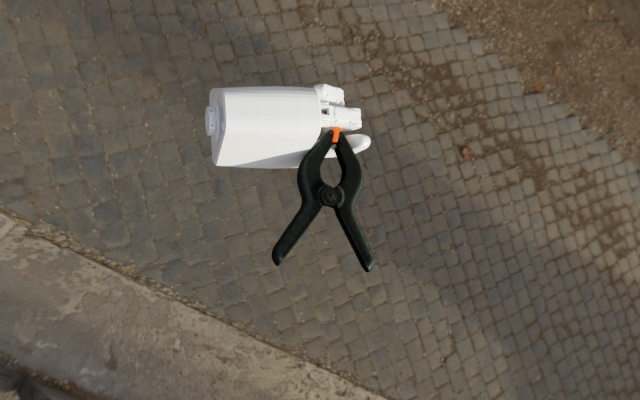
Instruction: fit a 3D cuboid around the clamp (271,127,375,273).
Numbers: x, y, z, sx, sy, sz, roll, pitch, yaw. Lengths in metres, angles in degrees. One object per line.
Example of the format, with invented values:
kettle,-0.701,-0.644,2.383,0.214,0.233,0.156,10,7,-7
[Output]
clamp,0.000,0.002,0.553,0.120,0.171,0.039,-2,-6,-19
